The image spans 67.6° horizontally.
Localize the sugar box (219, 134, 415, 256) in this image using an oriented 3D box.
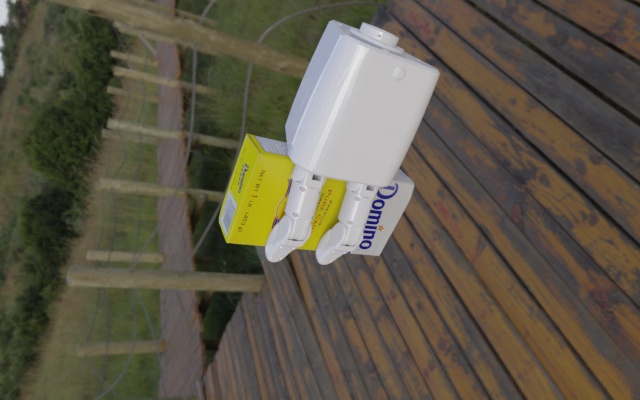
[{"bbox_3d":[0.000,0.002,0.459,0.176,0.093,0.048,9,27,-30],"label":"sugar box"}]
